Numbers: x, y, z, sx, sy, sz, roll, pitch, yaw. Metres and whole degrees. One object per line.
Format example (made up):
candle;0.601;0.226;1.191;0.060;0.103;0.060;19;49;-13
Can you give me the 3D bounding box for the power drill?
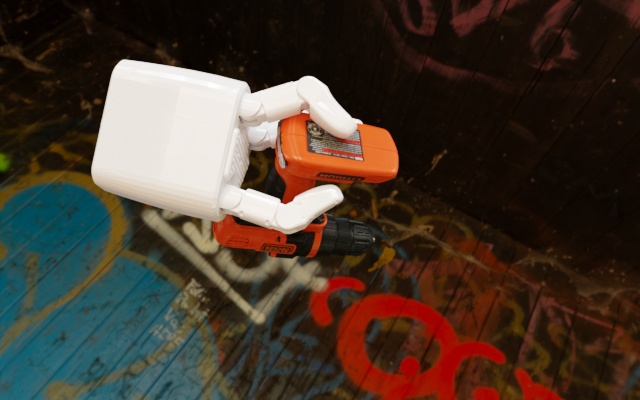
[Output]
power drill;0.000;0.001;0.474;0.184;0.057;0.188;6;-35;-22
